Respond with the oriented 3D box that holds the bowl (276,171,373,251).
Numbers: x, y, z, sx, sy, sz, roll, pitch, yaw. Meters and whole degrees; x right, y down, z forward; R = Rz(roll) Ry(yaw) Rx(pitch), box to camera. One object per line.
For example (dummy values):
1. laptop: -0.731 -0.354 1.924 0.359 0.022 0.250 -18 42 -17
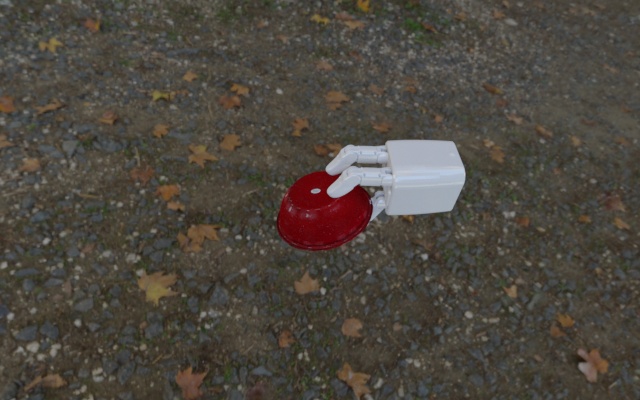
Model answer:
1. bowl: -0.001 0.003 0.759 0.162 0.055 0.162 -10 42 9
